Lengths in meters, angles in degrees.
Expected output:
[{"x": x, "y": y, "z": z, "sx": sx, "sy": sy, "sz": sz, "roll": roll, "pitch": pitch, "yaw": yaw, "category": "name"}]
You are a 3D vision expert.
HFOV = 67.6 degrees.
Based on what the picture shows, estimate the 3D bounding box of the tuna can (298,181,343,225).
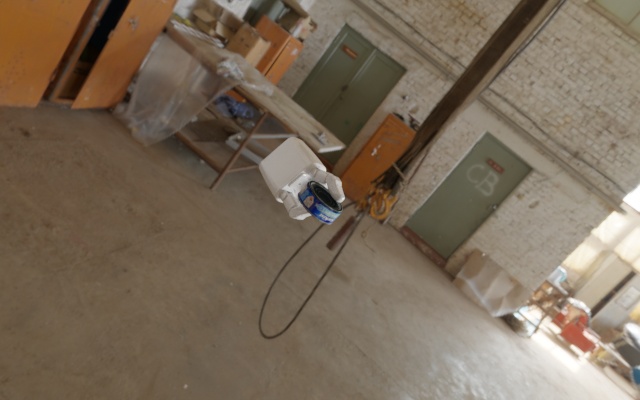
[{"x": 0.001, "y": 0.003, "z": 0.894, "sx": 0.034, "sy": 0.086, "sz": 0.086, "roll": -47, "pitch": -19, "yaw": 18, "category": "tuna can"}]
